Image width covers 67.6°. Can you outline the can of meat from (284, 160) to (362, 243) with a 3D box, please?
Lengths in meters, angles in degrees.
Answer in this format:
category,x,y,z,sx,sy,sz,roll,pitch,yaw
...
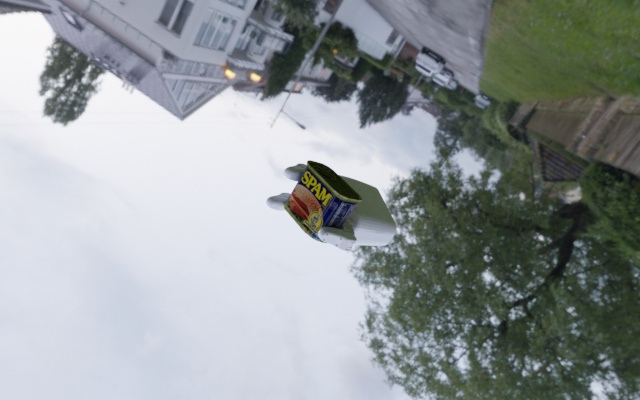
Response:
category,x,y,z,sx,sy,sz,roll,pitch,yaw
can of meat,0.000,0.003,0.720,0.057,0.084,0.102,10,29,-46
